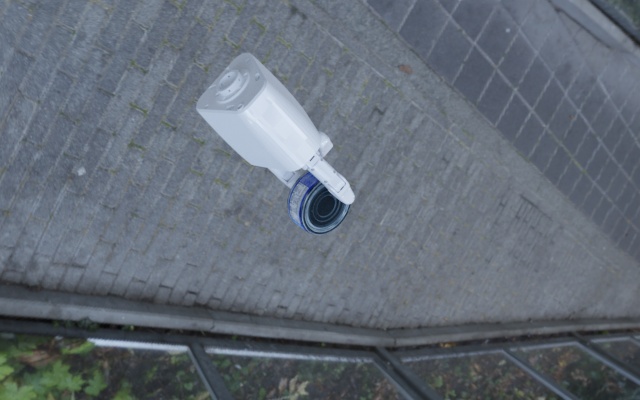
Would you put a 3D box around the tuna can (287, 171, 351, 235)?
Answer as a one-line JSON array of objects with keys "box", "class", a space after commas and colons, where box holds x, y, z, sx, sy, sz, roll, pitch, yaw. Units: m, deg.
[{"box": [0.000, 0.002, 0.633, 0.086, 0.086, 0.033, 0, 23, -40], "class": "tuna can"}]
